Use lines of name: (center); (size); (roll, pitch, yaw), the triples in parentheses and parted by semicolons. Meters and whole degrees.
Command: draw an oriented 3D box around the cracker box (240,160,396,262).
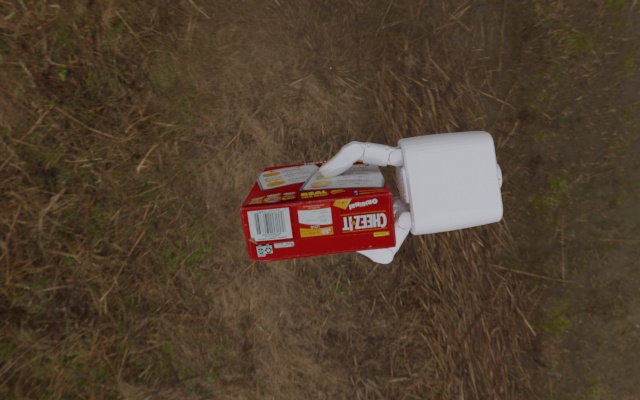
cracker box: (0.000, 0.002, 0.608); (0.164, 0.072, 0.213); (-6, 15, 3)
